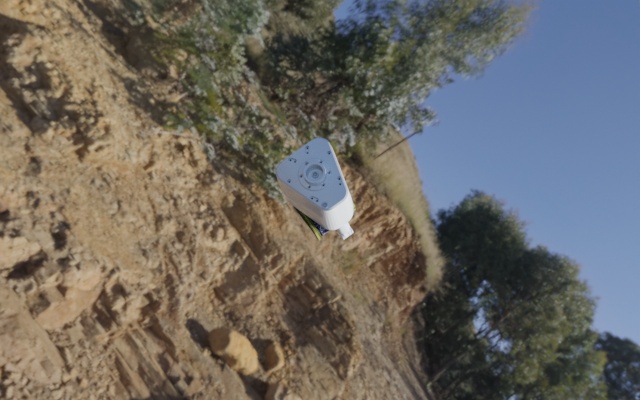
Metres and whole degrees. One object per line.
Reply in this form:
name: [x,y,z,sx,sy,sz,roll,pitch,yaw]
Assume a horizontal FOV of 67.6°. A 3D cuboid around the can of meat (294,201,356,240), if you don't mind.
can of meat: [0.000,0.003,0.832,0.084,0.102,0.057,-36,-22,-5]
